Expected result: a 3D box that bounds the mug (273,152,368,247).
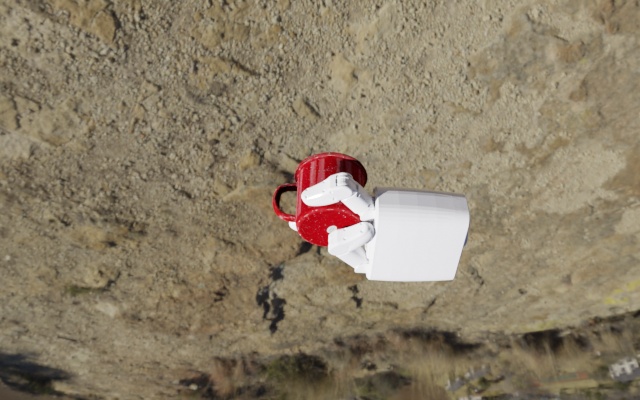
[{"bbox_3d":[-0.001,0.002,0.580,0.117,0.081,0.093,2,-39,0],"label":"mug"}]
